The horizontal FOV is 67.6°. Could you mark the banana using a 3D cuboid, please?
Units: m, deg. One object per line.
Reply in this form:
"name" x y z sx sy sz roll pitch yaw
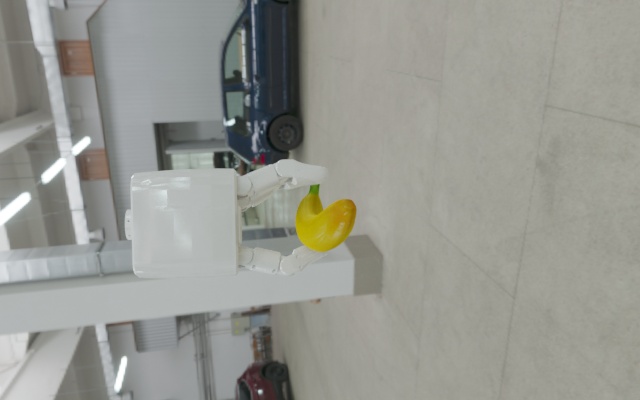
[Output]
"banana" -0.002 0.020 0.500 0.037 0.069 0.197 1 8 -12
